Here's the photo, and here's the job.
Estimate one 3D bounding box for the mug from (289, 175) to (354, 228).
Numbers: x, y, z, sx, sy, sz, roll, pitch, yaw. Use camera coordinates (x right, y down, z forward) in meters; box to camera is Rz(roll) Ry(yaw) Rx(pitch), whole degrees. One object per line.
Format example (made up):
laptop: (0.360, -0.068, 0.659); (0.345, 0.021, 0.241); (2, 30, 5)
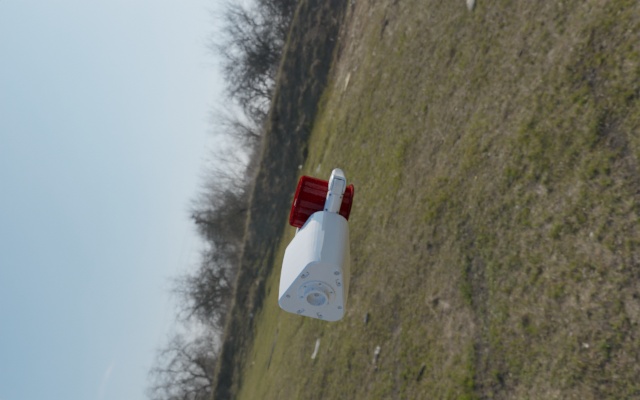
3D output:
mug: (0.000, 0.002, 0.751); (0.081, 0.093, 0.117); (15, 33, -6)
